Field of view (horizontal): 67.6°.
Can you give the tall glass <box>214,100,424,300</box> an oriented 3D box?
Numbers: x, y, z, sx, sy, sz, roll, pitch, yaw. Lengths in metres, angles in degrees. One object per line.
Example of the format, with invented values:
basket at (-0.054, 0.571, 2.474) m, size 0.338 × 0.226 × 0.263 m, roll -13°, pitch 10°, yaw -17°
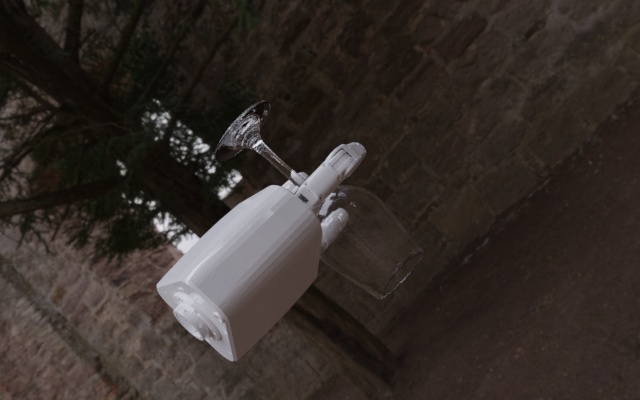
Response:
tall glass at (0.000, 0.001, 0.442) m, size 0.201 × 0.079 × 0.079 m, roll 42°, pitch 4°, yaw 4°
